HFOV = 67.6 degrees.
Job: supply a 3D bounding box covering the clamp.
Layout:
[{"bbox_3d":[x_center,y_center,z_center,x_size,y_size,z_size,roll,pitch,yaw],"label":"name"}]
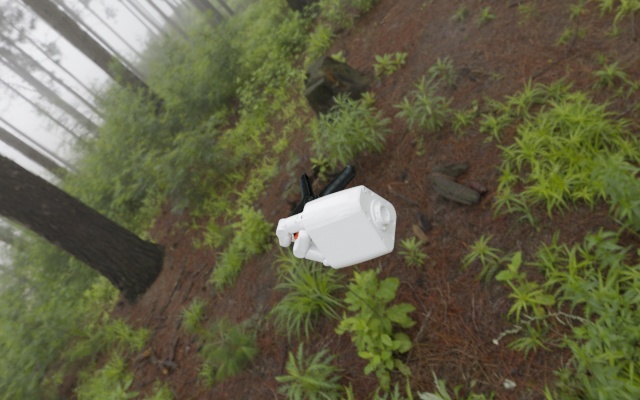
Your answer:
[{"bbox_3d":[0.000,0.003,0.839,0.120,0.171,0.039,-20,-49,33],"label":"clamp"}]
